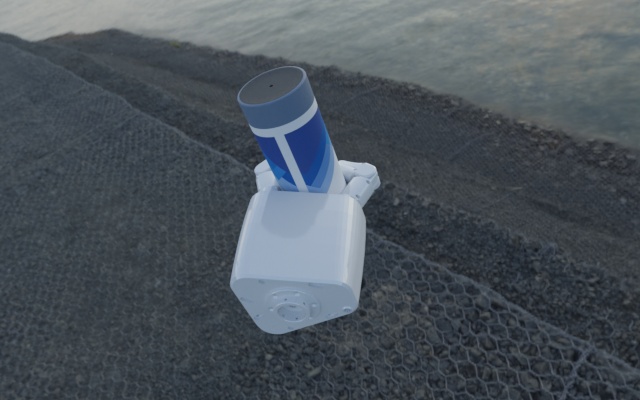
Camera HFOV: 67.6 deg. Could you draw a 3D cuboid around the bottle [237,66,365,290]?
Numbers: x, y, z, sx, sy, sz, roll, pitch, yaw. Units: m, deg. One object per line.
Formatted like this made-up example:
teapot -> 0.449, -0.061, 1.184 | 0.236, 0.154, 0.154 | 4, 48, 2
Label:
bottle -> 0.000, 0.001, 0.522 | 0.069, 0.296, 0.069 | -13, 40, 12
